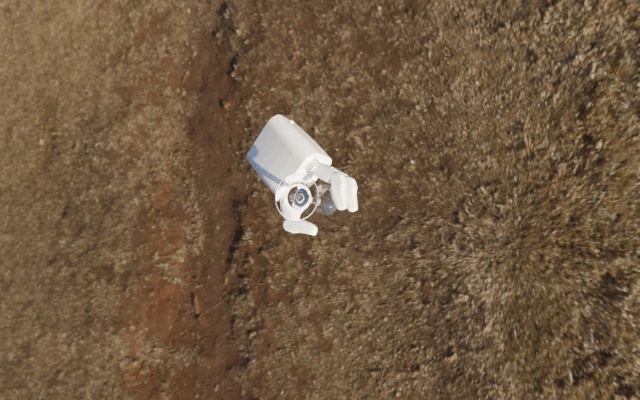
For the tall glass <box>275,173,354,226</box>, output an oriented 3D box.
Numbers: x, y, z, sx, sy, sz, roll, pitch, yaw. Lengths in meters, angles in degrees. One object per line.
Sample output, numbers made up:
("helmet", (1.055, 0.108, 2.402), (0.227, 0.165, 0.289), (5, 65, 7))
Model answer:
("tall glass", (0.000, 0.003, 0.825), (0.079, 0.079, 0.201), (0, -5, 22))
